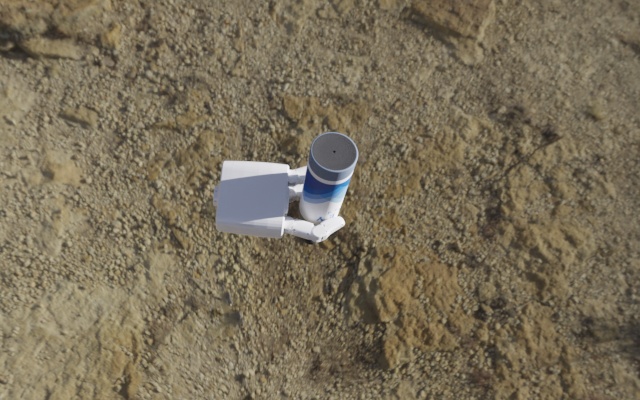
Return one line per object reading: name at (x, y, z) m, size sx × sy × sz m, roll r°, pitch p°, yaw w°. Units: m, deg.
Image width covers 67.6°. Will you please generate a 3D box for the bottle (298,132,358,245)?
bottle at (0.000, 0.002, 0.781) m, size 0.069 × 0.069 × 0.296 m, roll 0°, pitch -28°, yaw -8°
